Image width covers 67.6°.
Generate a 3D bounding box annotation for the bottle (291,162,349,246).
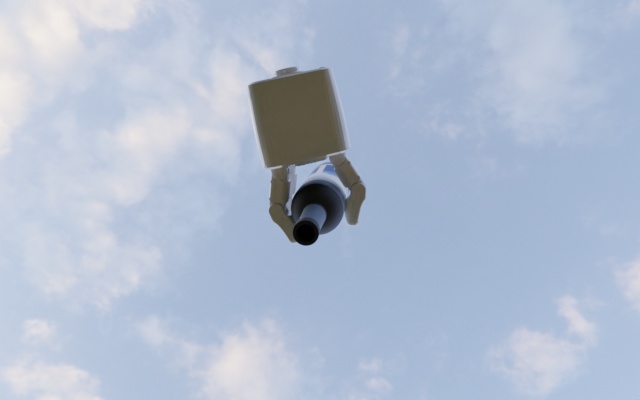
[{"bbox_3d":[0.000,0.002,0.627,0.069,0.069,0.295,0,12,6],"label":"bottle"}]
